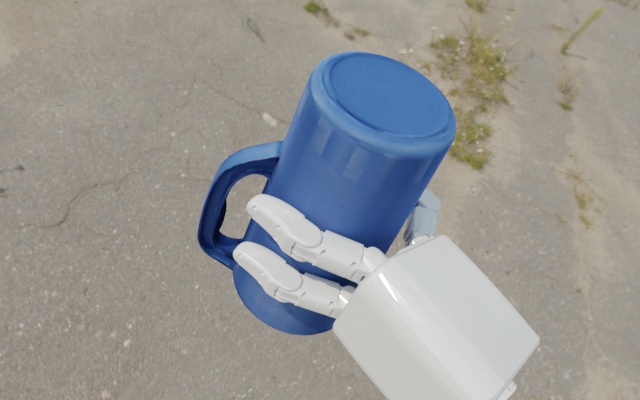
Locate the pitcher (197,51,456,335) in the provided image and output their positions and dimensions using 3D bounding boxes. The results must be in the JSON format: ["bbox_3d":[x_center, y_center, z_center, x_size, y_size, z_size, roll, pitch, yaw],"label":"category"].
[{"bbox_3d":[0.000,0.001,0.404,0.149,0.145,0.243,-24,-27,-36],"label":"pitcher"}]
